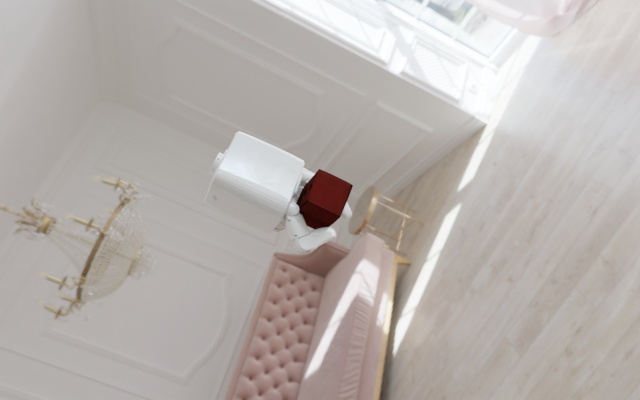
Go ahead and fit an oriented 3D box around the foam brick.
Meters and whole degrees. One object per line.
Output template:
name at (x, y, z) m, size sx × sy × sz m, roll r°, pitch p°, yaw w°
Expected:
foam brick at (0.000, 0.002, 0.655) m, size 0.051 × 0.053 × 0.078 m, roll 27°, pitch -27°, yaw -9°
